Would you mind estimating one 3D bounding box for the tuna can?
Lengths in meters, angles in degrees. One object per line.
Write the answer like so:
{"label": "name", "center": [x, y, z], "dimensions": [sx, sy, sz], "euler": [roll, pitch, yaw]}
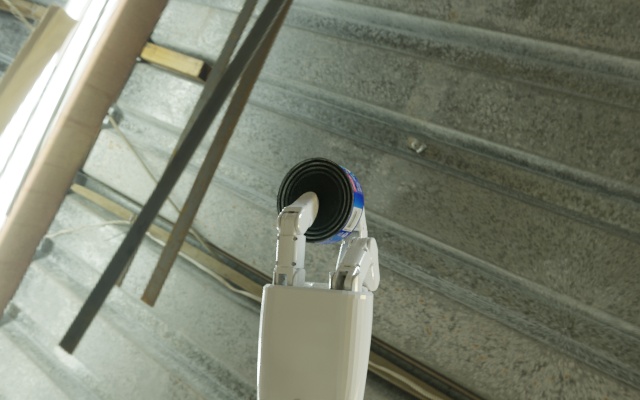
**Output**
{"label": "tuna can", "center": [0.000, 0.002, 0.487], "dimensions": [0.086, 0.086, 0.034], "euler": [0, -8, 27]}
